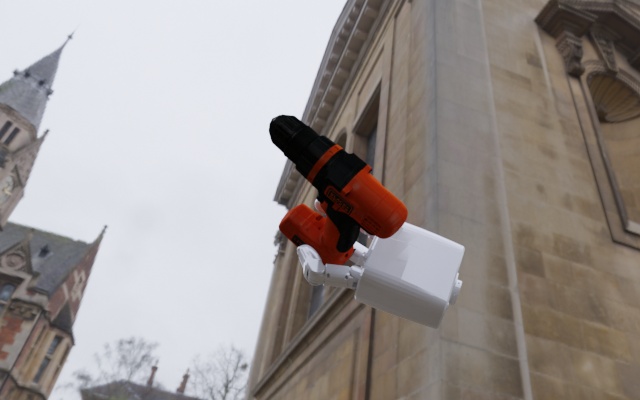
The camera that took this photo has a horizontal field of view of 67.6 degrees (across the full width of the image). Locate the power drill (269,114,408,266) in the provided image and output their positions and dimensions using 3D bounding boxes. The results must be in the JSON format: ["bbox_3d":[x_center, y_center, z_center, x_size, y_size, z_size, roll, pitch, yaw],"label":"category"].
[{"bbox_3d":[0.000,0.002,0.579,0.057,0.184,0.188,-43,-11,-27],"label":"power drill"}]
